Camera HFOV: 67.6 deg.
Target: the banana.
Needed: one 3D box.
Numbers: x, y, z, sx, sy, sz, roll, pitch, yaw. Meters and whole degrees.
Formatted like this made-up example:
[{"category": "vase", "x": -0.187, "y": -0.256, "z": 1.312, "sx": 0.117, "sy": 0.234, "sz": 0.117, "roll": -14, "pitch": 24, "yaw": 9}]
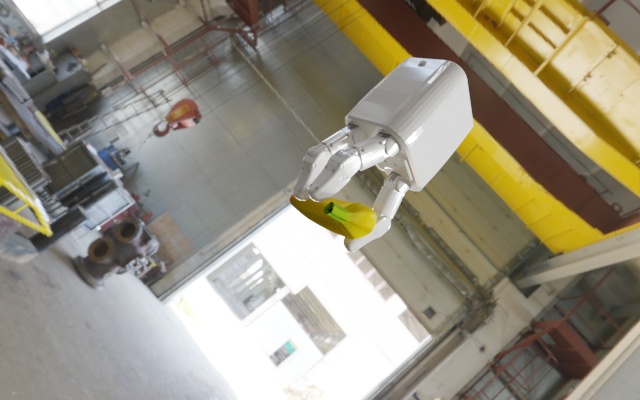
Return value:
[{"category": "banana", "x": 0.016, "y": 0.012, "z": 0.518, "sx": 0.069, "sy": 0.037, "sz": 0.198, "roll": 36, "pitch": -7, "yaw": -12}]
